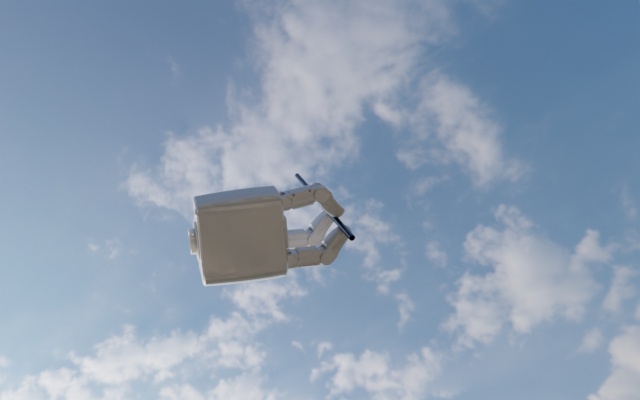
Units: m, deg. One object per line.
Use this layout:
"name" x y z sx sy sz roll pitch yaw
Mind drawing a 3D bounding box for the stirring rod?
"stirring rod" 0.000 0.002 0.698 0.011 0.011 0.239 0 22 -21
